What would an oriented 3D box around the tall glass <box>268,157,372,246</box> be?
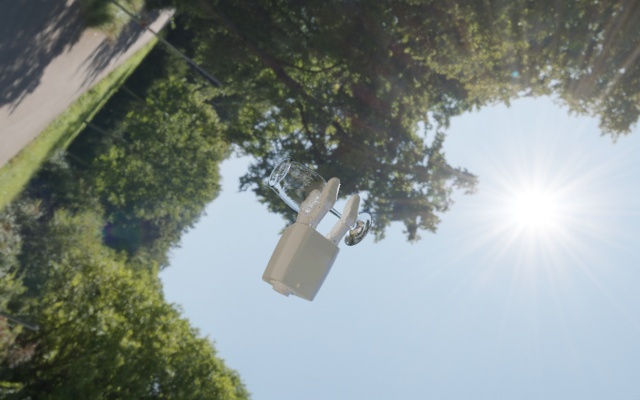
[{"bbox_3d":[0.001,0.003,0.875,0.201,0.079,0.079,37,-18,-26],"label":"tall glass"}]
